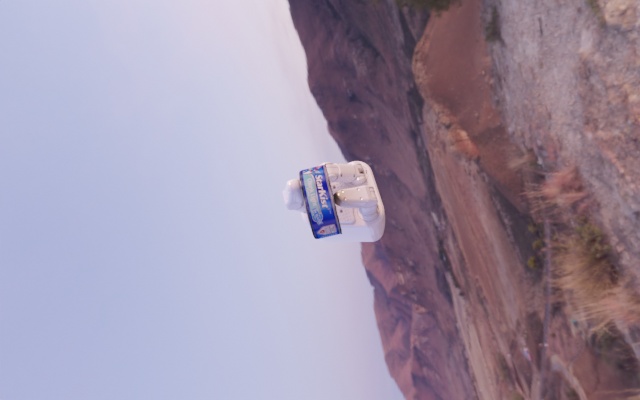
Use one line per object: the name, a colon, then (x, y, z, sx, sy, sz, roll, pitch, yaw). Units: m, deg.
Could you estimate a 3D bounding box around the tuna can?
tuna can: (0.000, 0.002, 0.566, 0.034, 0.086, 0.086, -13, -1, 2)
